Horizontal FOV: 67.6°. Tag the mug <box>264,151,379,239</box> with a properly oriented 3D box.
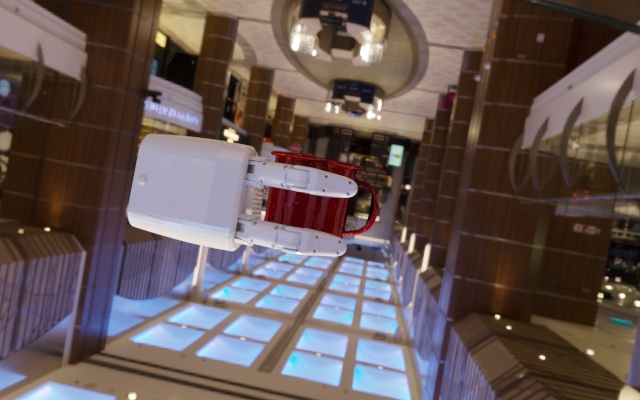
[{"bbox_3d":[0.001,0.002,0.478,0.117,0.081,0.093,11,1,9],"label":"mug"}]
